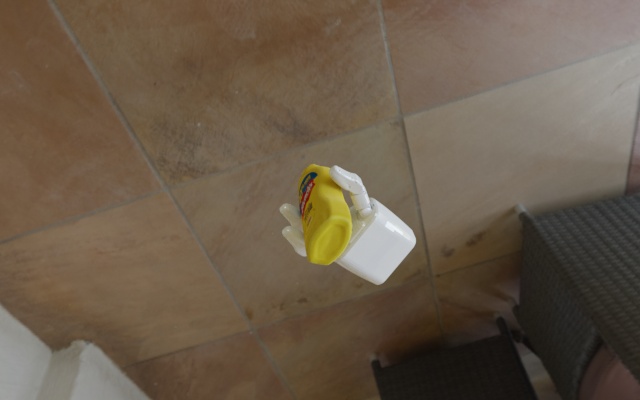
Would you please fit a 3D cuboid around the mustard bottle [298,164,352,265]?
[{"bbox_3d":[0.000,0.002,0.744,0.058,0.096,0.191,11,35,-17],"label":"mustard bottle"}]
